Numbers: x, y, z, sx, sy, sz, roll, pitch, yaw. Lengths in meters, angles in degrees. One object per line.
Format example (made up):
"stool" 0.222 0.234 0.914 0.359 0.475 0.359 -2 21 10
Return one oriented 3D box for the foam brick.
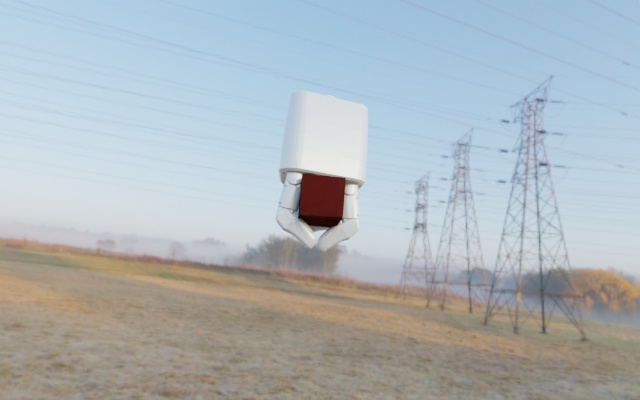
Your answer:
"foam brick" 0.000 0.002 0.589 0.053 0.051 0.078 6 -11 -2
